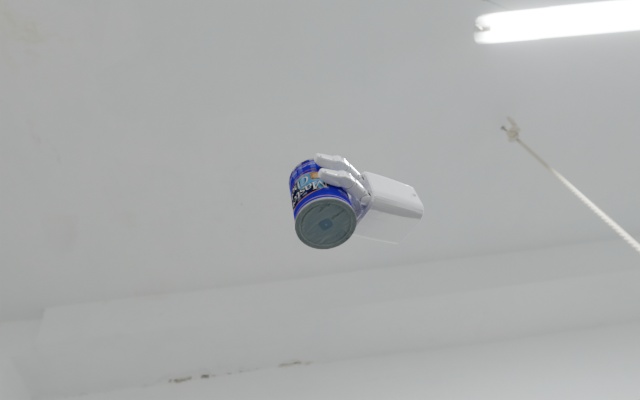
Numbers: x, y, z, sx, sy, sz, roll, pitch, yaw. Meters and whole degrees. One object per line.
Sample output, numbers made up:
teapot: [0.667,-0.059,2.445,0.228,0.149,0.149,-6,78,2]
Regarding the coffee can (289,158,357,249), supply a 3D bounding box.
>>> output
coffee can: [0.000,0.003,0.839,0.103,0.103,0.140,0,33,-9]
